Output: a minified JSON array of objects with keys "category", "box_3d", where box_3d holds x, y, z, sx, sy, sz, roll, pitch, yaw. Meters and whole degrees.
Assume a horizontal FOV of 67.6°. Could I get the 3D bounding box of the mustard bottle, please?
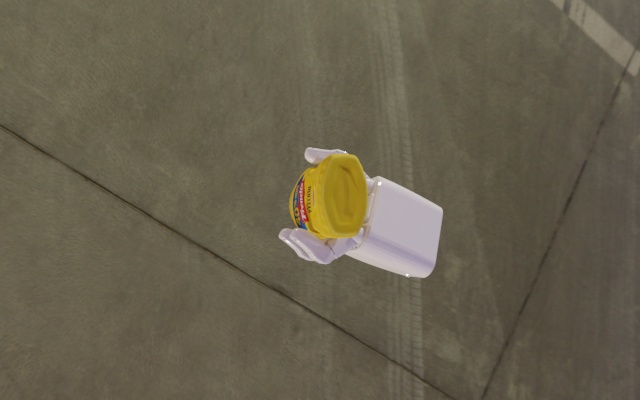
[{"category":"mustard bottle","box_3d":[0.000,0.002,0.622,0.058,0.096,0.191,-1,-5,-17]}]
